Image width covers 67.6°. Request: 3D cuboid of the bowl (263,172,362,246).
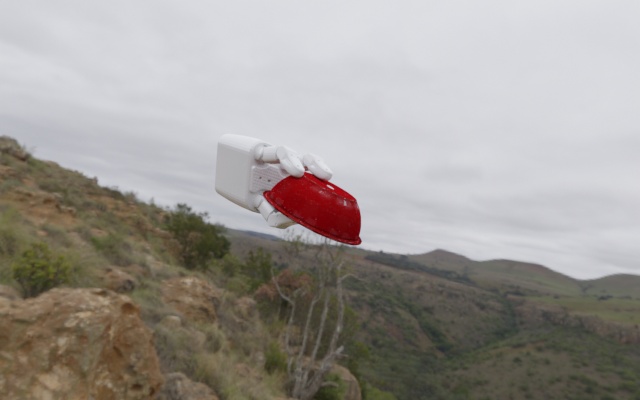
[{"bbox_3d":[0.001,0.003,0.696,0.162,0.055,0.162,27,10,-5],"label":"bowl"}]
